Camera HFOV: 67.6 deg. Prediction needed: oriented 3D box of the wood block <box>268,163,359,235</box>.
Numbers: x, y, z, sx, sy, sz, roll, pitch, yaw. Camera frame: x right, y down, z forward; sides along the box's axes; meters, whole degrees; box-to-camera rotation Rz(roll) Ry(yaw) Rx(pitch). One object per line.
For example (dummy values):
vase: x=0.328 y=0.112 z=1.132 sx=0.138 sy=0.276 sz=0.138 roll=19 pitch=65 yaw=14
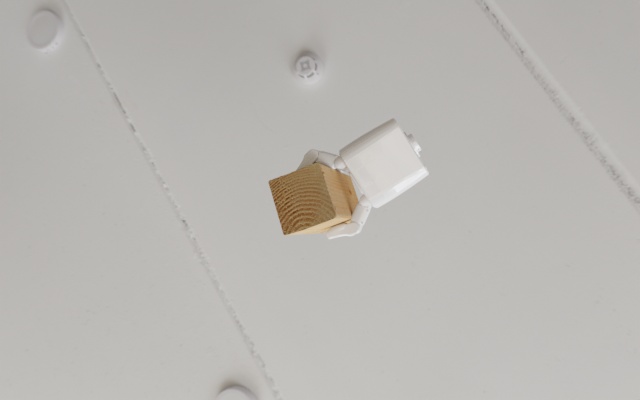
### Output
wood block: x=0.001 y=0.003 z=0.813 sx=0.090 sy=0.091 sz=0.206 roll=-20 pitch=-8 yaw=15
